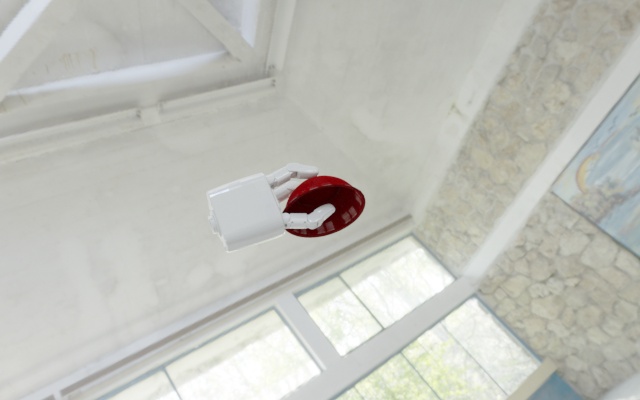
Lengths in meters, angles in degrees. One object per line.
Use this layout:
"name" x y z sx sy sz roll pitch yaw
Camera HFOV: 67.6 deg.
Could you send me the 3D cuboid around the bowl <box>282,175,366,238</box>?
"bowl" 0.001 0.003 0.896 0.162 0.055 0.162 -11 -36 -8
